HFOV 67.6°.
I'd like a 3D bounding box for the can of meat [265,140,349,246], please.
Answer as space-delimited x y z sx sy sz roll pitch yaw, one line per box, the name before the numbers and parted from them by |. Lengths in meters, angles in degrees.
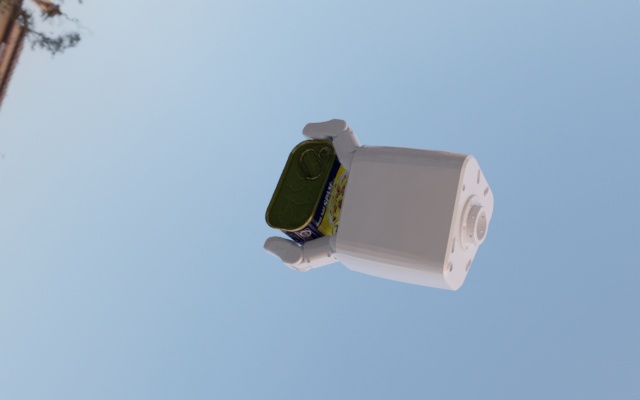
can of meat | 0.000 0.002 0.500 0.057 0.102 0.084 5 -25 36
